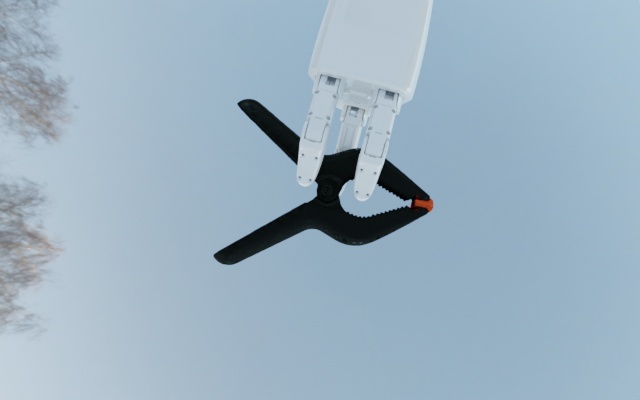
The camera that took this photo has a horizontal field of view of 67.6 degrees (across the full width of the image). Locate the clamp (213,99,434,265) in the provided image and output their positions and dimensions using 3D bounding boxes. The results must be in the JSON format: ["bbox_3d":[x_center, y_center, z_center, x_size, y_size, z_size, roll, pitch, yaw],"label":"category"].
[{"bbox_3d":[0.001,0.001,0.466,0.210,0.164,0.036,14,-4,3],"label":"clamp"}]
